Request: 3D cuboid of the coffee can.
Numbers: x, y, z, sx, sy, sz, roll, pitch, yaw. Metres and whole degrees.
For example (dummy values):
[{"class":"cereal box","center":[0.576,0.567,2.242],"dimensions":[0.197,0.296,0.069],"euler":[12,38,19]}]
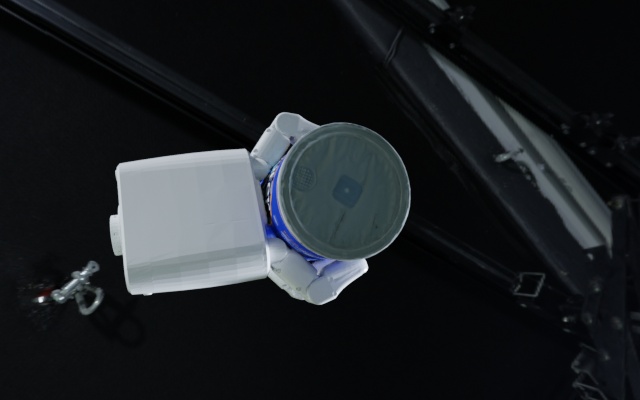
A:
[{"class":"coffee can","center":[0.000,0.001,0.415],"dimensions":[0.103,0.103,0.140],"euler":[0,-7,-17]}]
